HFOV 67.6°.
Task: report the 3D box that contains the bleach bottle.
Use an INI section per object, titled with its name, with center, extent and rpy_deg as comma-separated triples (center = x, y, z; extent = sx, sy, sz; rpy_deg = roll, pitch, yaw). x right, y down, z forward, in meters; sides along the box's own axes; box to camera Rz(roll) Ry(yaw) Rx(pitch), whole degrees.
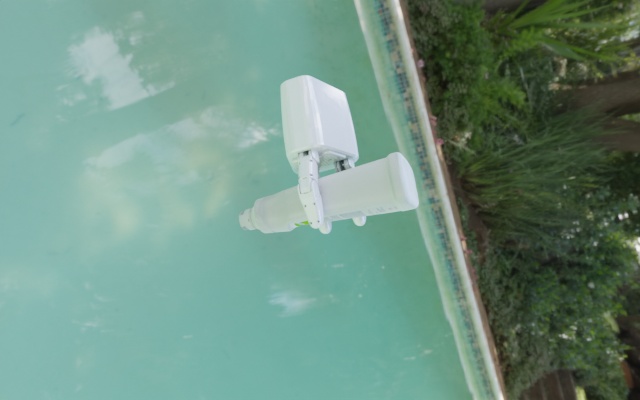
[bleach bottle]
center = 0.000, 0.002, 0.653
extent = 0.251, 0.068, 0.102
rpy_deg = -13, -14, 19
